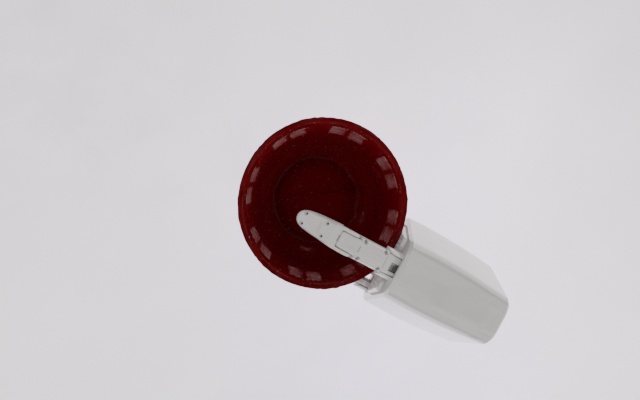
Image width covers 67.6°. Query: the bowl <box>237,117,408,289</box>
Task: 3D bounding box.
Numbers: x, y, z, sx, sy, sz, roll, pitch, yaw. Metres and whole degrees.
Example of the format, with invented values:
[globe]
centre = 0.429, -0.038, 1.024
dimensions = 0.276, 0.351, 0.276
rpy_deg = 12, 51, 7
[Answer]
[bowl]
centre = -0.001, 0.001, 0.470
dimensions = 0.162, 0.162, 0.055
rpy_deg = 0, 5, -10
